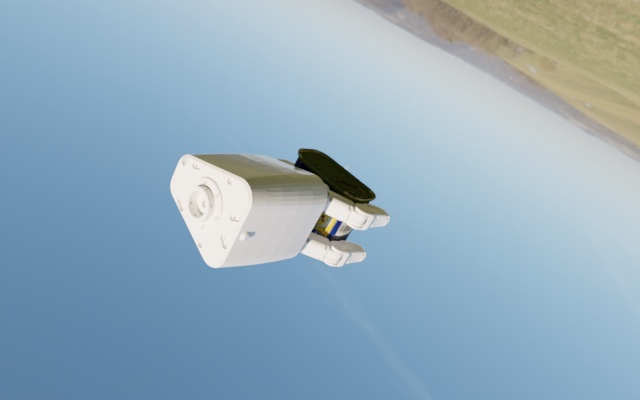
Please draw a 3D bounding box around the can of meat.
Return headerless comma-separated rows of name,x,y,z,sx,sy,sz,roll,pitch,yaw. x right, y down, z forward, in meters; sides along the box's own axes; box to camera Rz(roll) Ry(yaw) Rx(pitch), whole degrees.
can of meat,0.000,0.002,0.557,0.102,0.084,0.057,41,24,25
